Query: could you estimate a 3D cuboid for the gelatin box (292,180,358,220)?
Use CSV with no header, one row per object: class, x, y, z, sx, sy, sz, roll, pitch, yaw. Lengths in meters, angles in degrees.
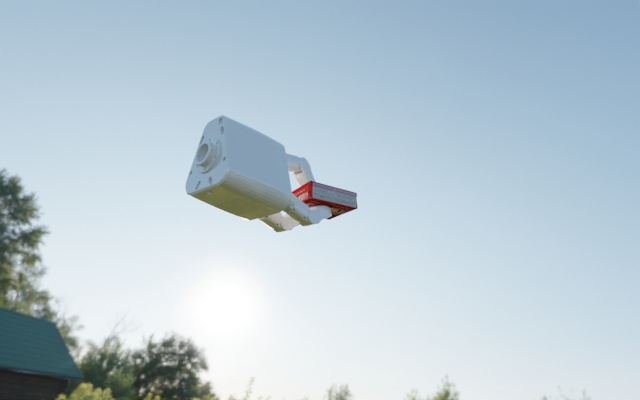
gelatin box,0.000,0.002,0.730,0.089,0.030,0.073,13,-23,-33
